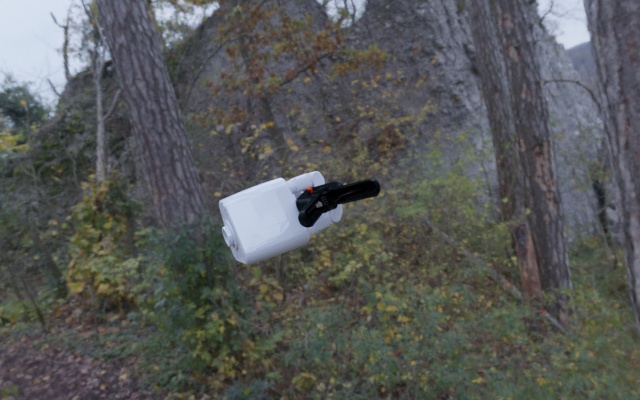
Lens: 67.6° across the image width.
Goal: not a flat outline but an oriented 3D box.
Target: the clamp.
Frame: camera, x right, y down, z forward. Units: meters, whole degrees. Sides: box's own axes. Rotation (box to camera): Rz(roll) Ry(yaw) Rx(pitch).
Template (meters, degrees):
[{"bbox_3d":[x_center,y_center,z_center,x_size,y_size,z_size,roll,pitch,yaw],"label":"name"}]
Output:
[{"bbox_3d":[0.000,0.002,0.697,0.120,0.039,0.171,-21,6,-22],"label":"clamp"}]
